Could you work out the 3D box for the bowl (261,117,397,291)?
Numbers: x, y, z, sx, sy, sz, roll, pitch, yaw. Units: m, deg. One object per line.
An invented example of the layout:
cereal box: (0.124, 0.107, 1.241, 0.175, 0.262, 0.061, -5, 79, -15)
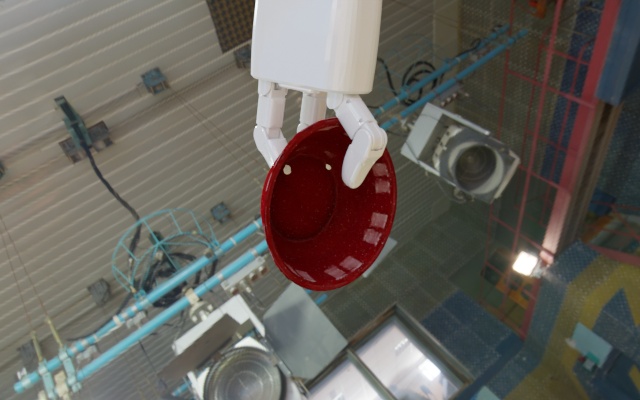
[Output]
bowl: (0.000, 0.003, 0.458, 0.162, 0.162, 0.055, 0, 8, -40)
